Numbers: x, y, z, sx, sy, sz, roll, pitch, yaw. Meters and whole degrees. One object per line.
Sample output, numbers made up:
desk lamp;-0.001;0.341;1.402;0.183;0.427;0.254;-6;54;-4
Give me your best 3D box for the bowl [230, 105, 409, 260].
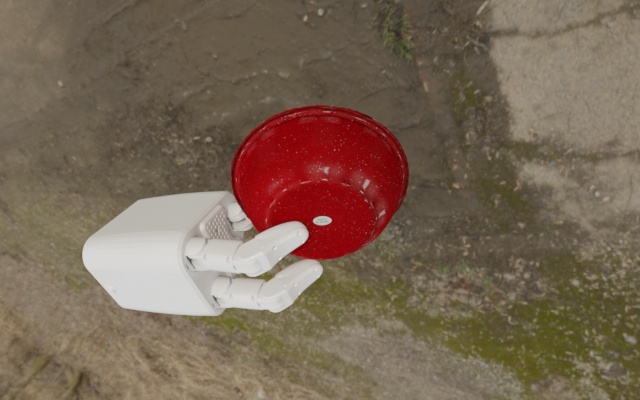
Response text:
bowl;0.001;0.001;0.414;0.162;0.162;0.055;0;41;-1
